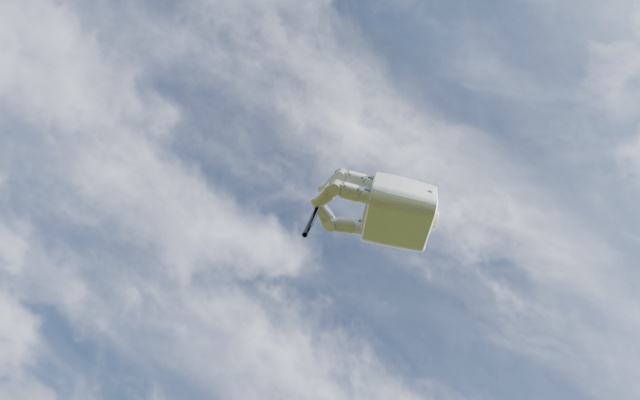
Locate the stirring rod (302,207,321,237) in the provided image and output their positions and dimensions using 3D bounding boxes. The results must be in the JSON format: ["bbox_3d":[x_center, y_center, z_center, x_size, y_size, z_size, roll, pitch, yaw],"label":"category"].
[{"bbox_3d":[0.000,0.003,0.796,0.011,0.011,0.239,0,23,12],"label":"stirring rod"}]
